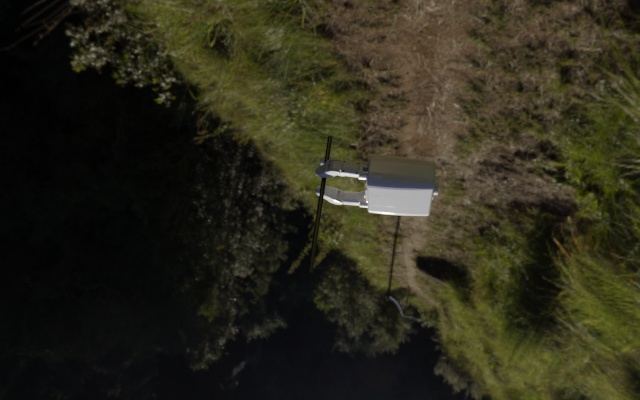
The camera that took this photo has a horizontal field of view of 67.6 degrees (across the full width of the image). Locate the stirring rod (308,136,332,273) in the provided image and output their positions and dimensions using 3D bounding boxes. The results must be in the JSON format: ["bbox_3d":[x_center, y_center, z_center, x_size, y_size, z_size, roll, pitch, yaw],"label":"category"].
[{"bbox_3d":[0.000,0.003,0.807,0.011,0.239,0.011,8,-15,2],"label":"stirring rod"}]
